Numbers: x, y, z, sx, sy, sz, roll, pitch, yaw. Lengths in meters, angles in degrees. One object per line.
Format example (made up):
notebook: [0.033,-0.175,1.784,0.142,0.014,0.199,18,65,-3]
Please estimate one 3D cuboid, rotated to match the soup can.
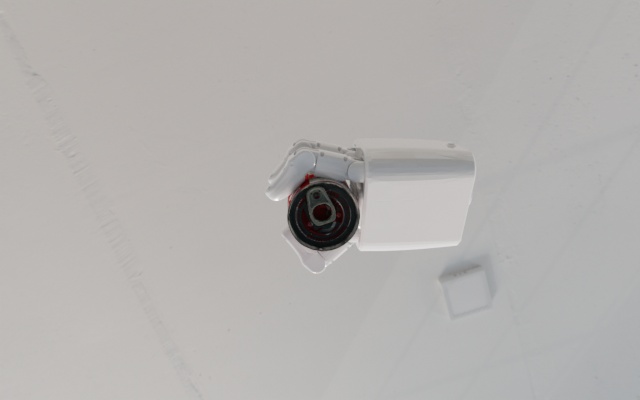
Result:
soup can: [0.000,0.002,0.489,0.068,0.068,0.102,0,16,-4]
